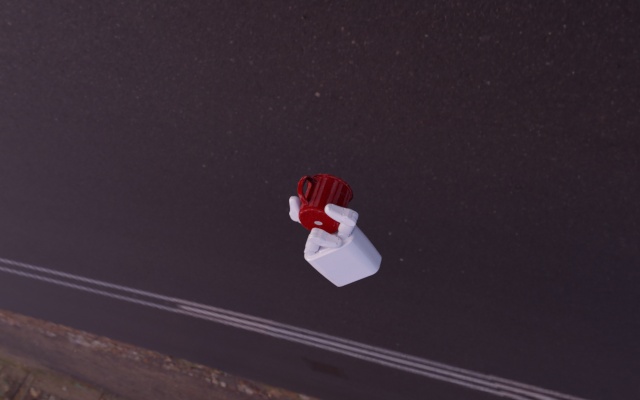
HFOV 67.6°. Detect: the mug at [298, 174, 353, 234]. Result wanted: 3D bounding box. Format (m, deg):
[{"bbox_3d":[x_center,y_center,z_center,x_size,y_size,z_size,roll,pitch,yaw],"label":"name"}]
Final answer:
[{"bbox_3d":[-0.001,0.002,0.892,0.093,0.081,0.117,-15,-48,39],"label":"mug"}]
